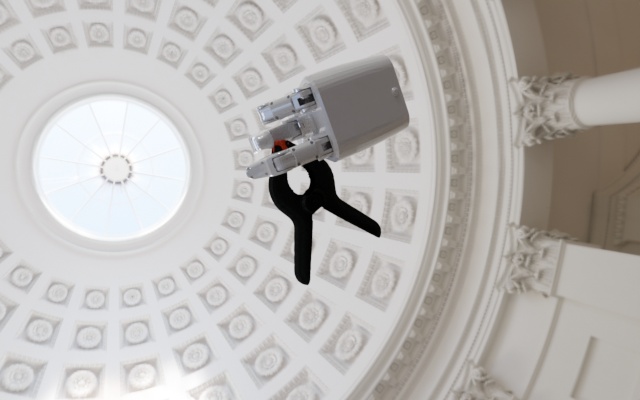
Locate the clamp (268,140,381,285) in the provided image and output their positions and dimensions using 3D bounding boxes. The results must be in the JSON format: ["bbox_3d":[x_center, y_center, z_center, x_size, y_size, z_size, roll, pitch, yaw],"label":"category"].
[{"bbox_3d":[0.000,0.002,0.566,0.120,0.171,0.039,-24,13,-21],"label":"clamp"}]
